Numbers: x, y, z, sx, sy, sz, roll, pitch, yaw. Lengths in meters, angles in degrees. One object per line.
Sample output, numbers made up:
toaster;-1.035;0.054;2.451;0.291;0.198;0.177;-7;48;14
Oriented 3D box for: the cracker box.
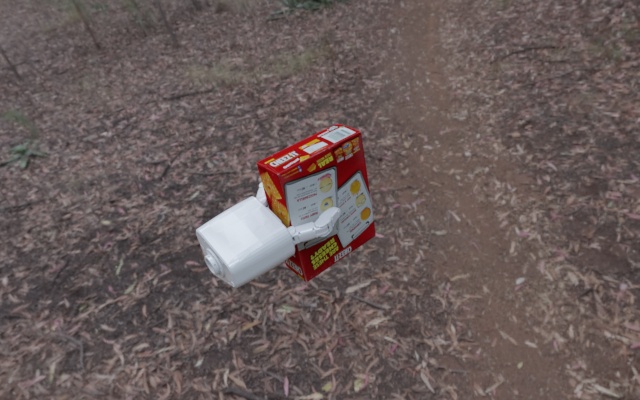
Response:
cracker box;0.000;0.003;0.793;0.164;0.214;0.072;-30;38;-26
